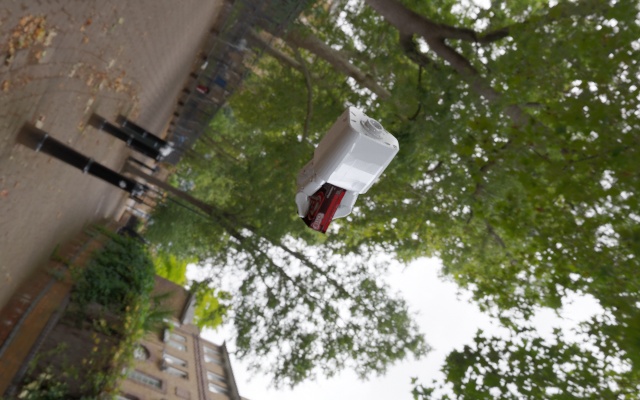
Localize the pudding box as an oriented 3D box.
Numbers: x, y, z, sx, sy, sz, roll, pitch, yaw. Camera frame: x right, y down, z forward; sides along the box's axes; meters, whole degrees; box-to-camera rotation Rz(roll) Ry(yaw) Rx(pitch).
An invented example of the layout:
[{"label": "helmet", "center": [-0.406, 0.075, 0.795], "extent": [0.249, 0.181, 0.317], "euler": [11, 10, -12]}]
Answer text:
[{"label": "pudding box", "center": [0.000, 0.003, 0.876], "extent": [0.039, 0.090, 0.113], "euler": [26, 5, -16]}]
